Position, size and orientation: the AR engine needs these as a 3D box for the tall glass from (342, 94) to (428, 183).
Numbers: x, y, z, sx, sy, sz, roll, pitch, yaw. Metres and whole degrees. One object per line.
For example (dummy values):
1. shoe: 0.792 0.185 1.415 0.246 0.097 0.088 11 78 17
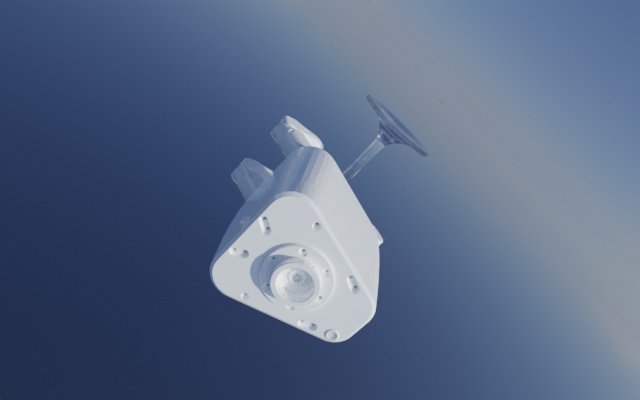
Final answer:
1. tall glass: 0.001 0.001 0.443 0.201 0.079 0.079 -45 -17 18
